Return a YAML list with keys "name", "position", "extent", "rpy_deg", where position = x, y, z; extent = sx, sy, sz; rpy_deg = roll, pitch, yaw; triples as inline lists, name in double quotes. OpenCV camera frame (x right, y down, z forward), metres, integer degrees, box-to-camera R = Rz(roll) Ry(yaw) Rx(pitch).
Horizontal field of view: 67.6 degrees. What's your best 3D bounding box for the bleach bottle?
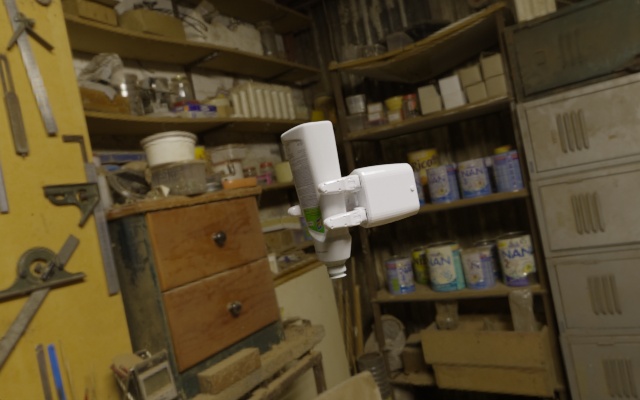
- name: "bleach bottle"
  position: [0.000, 0.003, 0.790]
  extent: [0.068, 0.251, 0.102]
  rpy_deg: [-11, 0, -27]
